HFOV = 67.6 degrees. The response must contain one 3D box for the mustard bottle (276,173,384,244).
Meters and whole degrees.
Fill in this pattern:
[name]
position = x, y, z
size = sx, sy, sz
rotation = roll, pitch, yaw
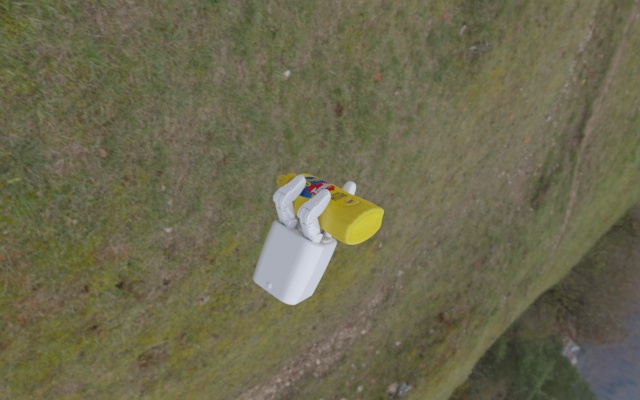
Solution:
[mustard bottle]
position = 0.000, 0.002, 0.772
size = 0.191, 0.058, 0.096
rotation = 28, 33, 33
